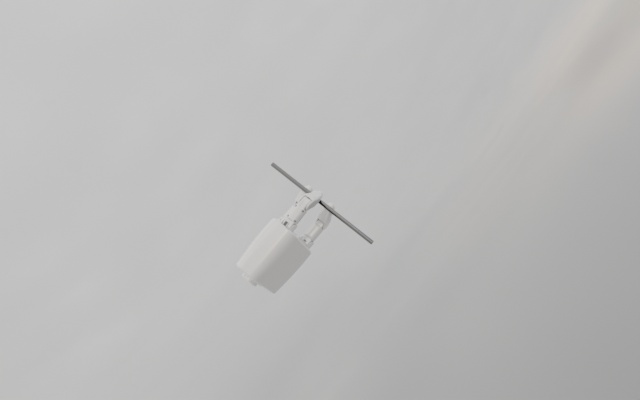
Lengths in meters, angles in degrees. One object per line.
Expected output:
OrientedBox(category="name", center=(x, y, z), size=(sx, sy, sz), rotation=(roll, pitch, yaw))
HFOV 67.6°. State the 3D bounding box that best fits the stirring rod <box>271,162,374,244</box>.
OrientedBox(category="stirring rod", center=(0.000, 0.003, 0.873), size=(0.239, 0.011, 0.011), rotation=(38, 11, 15))
